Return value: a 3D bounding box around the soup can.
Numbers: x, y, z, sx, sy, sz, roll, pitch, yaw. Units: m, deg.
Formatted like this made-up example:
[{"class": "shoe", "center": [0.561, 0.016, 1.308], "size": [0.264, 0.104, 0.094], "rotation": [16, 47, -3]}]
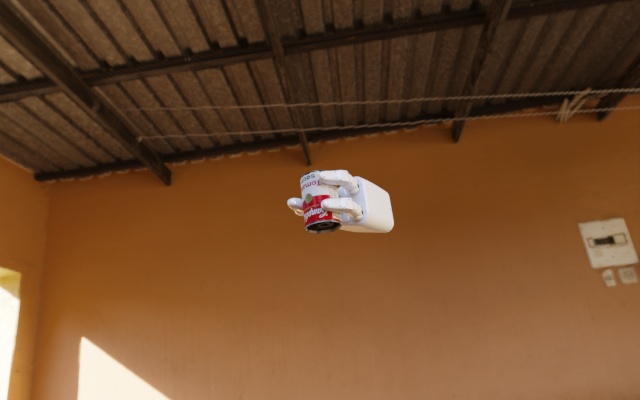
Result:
[{"class": "soup can", "center": [0.000, 0.003, 0.886], "size": [0.068, 0.102, 0.068], "rotation": [-6, -21, -2]}]
